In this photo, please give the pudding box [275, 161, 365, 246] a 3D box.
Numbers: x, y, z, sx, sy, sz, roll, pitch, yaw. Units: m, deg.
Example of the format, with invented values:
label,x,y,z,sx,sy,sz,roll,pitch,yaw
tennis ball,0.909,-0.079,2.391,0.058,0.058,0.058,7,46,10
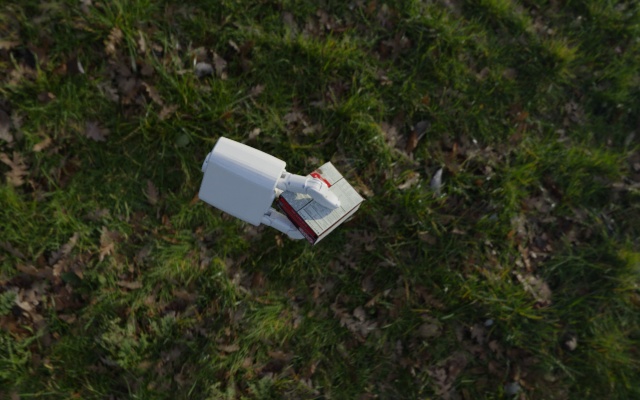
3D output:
label,x,y,z,sx,sy,sz,roll,pitch,yaw
pudding box,0.000,0.002,0.744,0.113,0.090,0.039,-37,-9,-30
